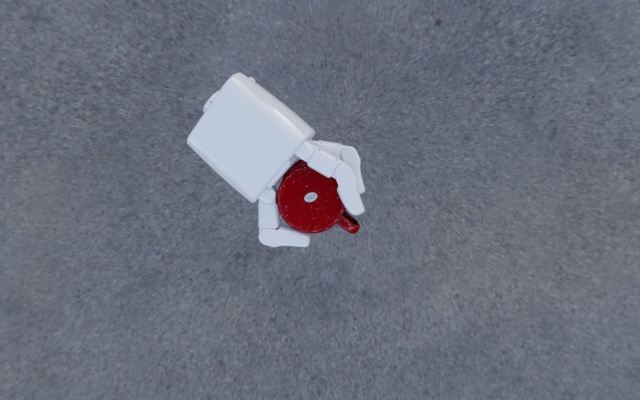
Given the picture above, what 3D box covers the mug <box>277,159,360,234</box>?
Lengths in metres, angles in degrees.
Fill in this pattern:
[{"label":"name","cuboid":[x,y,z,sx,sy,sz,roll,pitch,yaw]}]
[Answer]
[{"label":"mug","cuboid":[0.001,0.003,0.587,0.117,0.093,0.081,41,8,-3]}]
